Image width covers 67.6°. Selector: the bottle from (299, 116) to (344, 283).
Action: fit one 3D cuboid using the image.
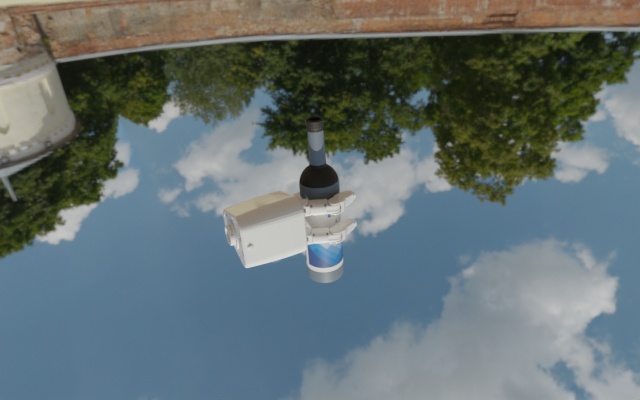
[{"bbox_3d":[0.000,0.003,0.806,0.069,0.296,0.069,-3,29,2],"label":"bottle"}]
